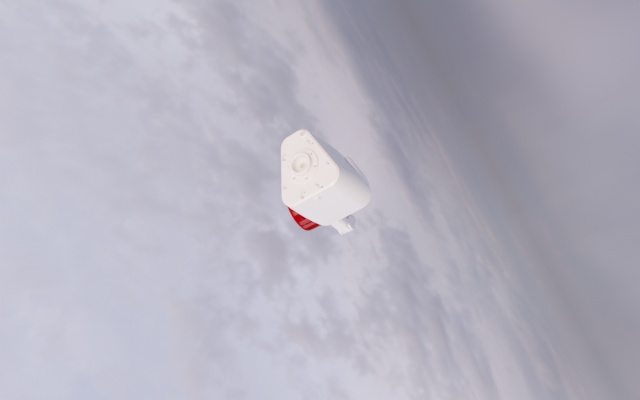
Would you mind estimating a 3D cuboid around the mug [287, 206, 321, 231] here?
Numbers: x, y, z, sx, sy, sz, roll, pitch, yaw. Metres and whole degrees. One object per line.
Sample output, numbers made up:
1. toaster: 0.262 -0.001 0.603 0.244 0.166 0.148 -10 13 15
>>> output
1. mug: 0.001 0.003 0.815 0.081 0.093 0.117 -28 -29 18
